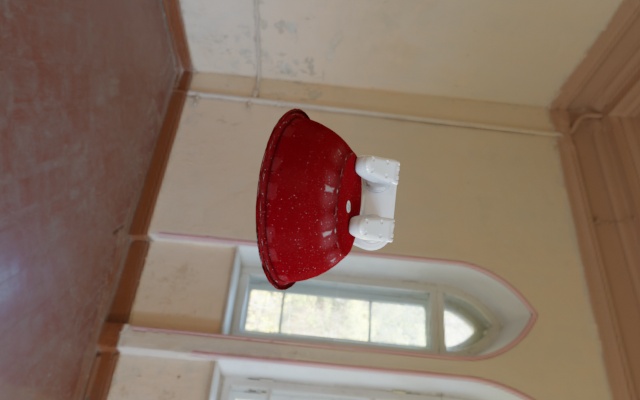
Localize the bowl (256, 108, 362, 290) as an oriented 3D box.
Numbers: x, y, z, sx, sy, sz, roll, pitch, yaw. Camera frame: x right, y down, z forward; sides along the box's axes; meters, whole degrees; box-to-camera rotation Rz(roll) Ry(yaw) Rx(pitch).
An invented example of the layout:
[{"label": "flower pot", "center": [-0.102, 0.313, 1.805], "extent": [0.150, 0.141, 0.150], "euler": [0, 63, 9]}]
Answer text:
[{"label": "bowl", "center": [0.000, 0.002, 0.421], "extent": [0.055, 0.162, 0.162], "euler": [5, 1, 17]}]
